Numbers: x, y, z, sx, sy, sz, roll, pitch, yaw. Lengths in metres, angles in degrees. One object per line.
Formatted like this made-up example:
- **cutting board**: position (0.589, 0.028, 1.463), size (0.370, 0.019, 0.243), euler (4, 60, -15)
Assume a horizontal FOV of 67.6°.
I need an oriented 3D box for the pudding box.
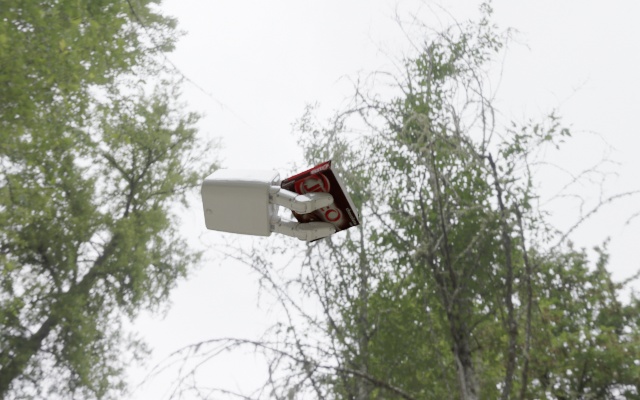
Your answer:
- **pudding box**: position (0.000, 0.002, 0.758), size (0.090, 0.113, 0.039), euler (-22, 28, 17)
